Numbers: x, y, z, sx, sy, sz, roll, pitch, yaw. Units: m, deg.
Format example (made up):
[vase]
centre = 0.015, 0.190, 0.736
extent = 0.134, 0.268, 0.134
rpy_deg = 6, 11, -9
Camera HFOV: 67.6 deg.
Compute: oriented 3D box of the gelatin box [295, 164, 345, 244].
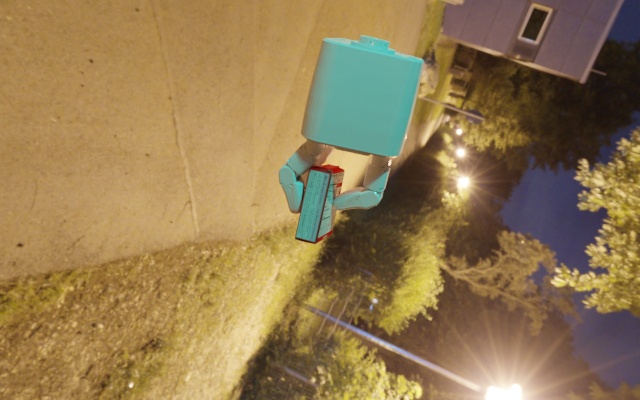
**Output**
[gelatin box]
centre = 0.000, 0.002, 0.573
extent = 0.030, 0.089, 0.073
rpy_deg = 13, 9, 13
